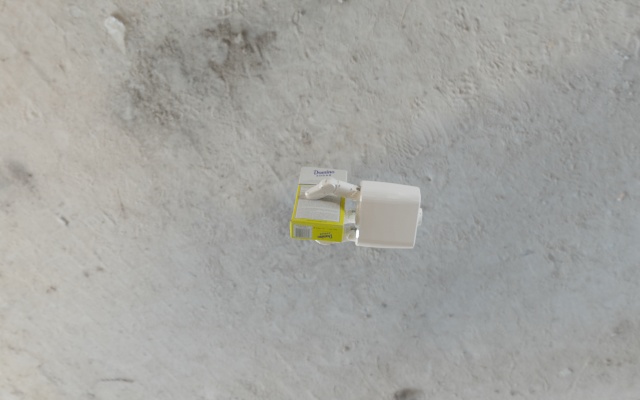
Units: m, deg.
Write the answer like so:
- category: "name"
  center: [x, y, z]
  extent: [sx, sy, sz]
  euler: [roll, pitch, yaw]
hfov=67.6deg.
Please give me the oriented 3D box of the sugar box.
- category: "sugar box"
  center: [0.000, 0.003, 0.891]
  extent: [0.093, 0.048, 0.176]
  euler: [5, 34, 3]
